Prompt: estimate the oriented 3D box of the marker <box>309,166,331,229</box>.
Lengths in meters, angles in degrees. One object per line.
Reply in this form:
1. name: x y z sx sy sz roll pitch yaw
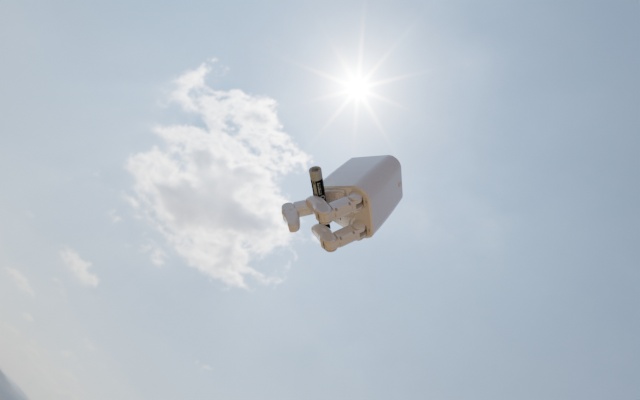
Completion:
1. marker: 0.000 0.002 0.729 0.020 0.121 0.020 -6 37 5
